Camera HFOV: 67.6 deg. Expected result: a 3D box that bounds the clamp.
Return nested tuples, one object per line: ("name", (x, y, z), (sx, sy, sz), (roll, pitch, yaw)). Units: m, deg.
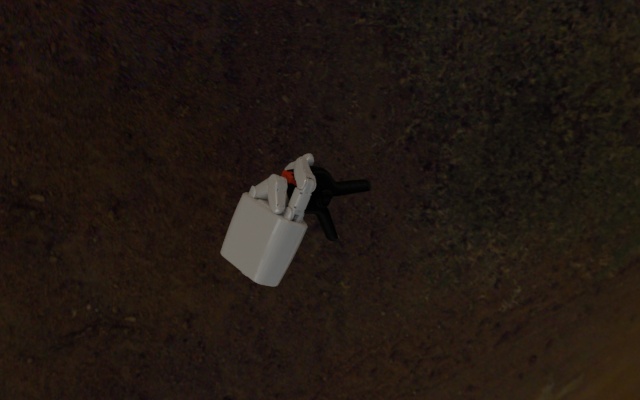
("clamp", (0.000, 0.003, 0.777), (0.171, 0.120, 0.039), (18, 8, -38))
